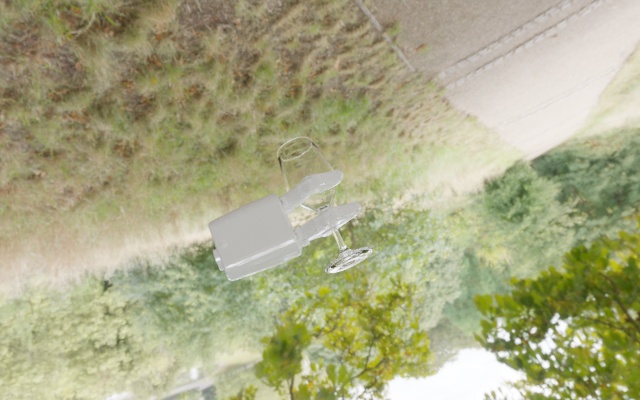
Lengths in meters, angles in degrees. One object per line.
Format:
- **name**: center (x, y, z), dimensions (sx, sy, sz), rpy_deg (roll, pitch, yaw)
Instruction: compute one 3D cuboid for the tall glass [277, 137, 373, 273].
- **tall glass**: center (0.001, 0.003, 0.710), dimensions (0.079, 0.201, 0.079), rpy_deg (-22, -22, -9)
